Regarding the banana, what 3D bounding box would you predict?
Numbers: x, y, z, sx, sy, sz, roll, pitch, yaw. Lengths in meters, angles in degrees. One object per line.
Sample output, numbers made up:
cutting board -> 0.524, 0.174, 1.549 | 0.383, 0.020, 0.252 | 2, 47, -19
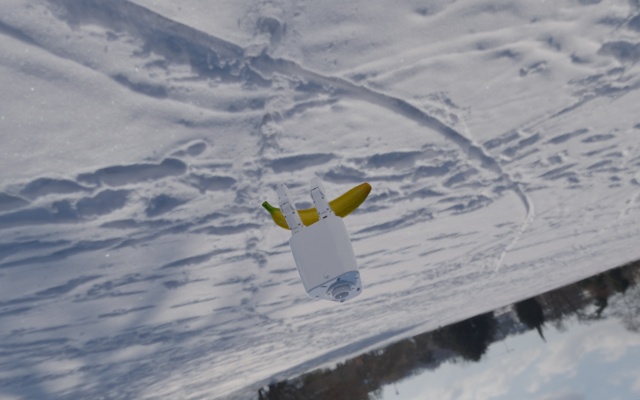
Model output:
banana -> -0.001, 0.017, 0.859 | 0.198, 0.070, 0.037 | -12, 41, -4
